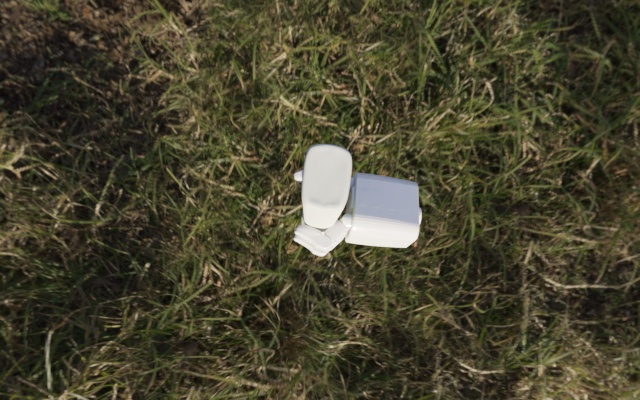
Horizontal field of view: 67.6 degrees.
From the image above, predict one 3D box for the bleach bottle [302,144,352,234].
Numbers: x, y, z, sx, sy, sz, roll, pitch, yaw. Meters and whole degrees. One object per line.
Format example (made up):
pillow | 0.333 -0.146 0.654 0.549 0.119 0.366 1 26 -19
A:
bleach bottle | 0.000 0.003 0.778 0.068 0.102 0.251 7 -16 -2
